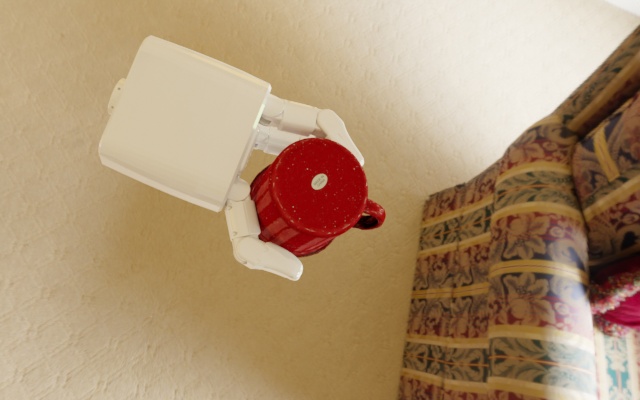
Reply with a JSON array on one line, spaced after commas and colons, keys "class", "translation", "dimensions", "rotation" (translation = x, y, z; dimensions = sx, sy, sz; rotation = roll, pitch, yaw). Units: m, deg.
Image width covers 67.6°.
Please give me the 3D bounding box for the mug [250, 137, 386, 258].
[{"class": "mug", "translation": [0.001, 0.002, 0.406], "dimensions": [0.117, 0.093, 0.081], "rotation": [20, -19, -12]}]
